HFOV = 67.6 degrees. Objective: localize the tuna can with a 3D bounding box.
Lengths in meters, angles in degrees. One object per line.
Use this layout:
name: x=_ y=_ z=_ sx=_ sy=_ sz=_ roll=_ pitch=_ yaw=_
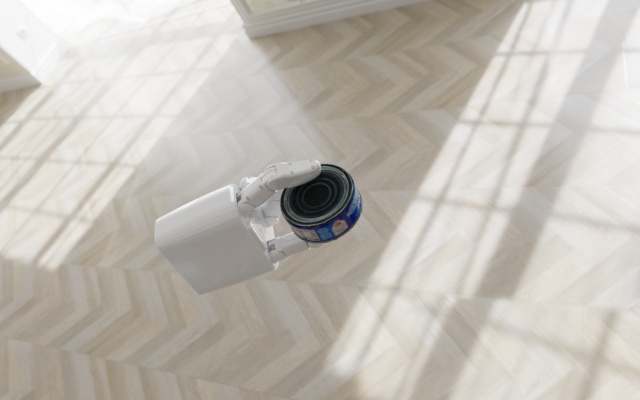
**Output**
tuna can: x=0.000 y=0.001 z=0.517 sx=0.086 sy=0.086 sz=0.034 roll=0 pitch=-35 yaw=23
